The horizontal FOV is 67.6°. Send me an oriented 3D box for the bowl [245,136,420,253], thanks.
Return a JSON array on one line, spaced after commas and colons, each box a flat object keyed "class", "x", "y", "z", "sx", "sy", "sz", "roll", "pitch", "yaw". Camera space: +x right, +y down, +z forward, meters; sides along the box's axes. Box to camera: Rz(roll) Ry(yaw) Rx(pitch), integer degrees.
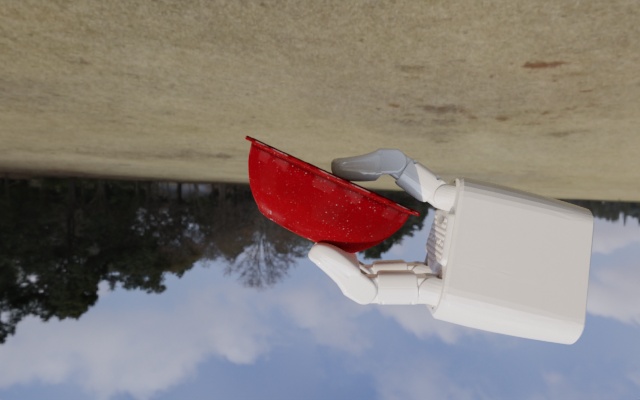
[{"class": "bowl", "x": -0.001, "y": 0.001, "z": 0.411, "sx": 0.162, "sy": 0.055, "sz": 0.162, "roll": 24, "pitch": 4, "yaw": -2}]
